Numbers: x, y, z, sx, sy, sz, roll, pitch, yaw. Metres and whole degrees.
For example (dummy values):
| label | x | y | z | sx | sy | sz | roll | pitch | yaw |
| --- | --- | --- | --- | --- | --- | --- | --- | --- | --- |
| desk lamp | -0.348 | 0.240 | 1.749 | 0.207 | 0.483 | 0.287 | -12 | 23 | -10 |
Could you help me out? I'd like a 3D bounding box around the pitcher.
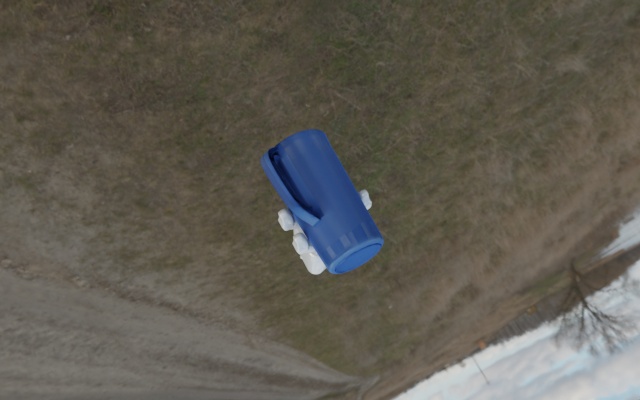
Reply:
| label | x | y | z | sx | sy | sz | roll | pitch | yaw |
| --- | --- | --- | --- | --- | --- | --- | --- | --- | --- |
| pitcher | 0.000 | 0.003 | 0.840 | 0.149 | 0.242 | 0.145 | -24 | -24 | -16 |
